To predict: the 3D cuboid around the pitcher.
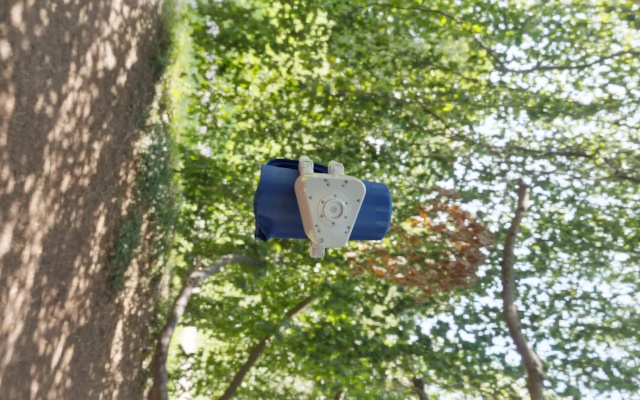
[{"bbox_3d":[0.000,0.003,0.875,0.243,0.149,0.145,5,3,-8],"label":"pitcher"}]
